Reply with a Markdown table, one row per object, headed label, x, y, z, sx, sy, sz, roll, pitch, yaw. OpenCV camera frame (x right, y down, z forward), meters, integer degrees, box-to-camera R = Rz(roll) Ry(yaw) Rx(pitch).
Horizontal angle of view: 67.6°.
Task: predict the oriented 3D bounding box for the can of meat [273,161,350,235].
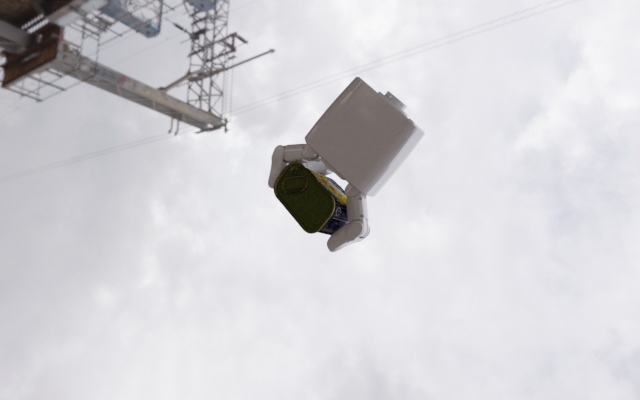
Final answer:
| label | x | y | z | sx | sy | sz | roll | pitch | yaw |
| --- | --- | --- | --- | --- | --- | --- | --- | --- | --- |
| can of meat | 0.000 | 0.002 | 0.634 | 0.102 | 0.057 | 0.084 | 47 | 17 | 32 |
